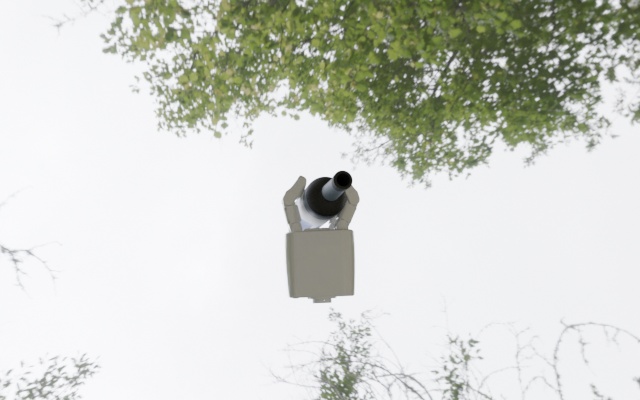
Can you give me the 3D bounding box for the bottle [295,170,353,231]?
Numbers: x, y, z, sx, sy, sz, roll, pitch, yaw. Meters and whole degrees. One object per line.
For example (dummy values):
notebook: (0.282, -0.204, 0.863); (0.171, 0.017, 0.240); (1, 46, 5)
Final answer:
bottle: (0.000, 0.003, 0.792); (0.069, 0.069, 0.296); (0, -12, -12)
